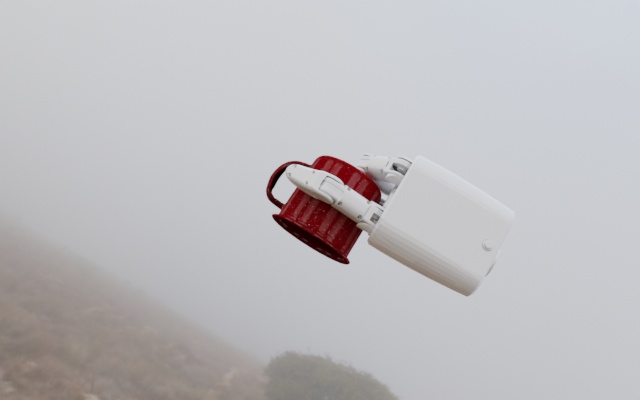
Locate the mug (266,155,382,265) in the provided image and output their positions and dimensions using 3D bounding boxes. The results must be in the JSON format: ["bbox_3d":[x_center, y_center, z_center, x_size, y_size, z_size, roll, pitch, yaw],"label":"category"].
[{"bbox_3d":[-0.001,0.001,0.497,0.117,0.081,0.093,31,-13,8],"label":"mug"}]
